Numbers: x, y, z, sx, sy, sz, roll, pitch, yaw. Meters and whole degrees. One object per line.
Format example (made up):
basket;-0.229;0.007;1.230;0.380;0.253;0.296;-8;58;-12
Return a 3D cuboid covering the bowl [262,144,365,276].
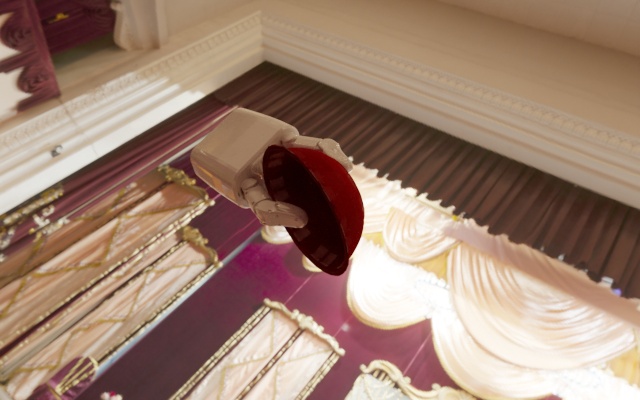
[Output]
bowl;0.001;0.002;0.536;0.055;0.162;0.162;-29;12;-23
